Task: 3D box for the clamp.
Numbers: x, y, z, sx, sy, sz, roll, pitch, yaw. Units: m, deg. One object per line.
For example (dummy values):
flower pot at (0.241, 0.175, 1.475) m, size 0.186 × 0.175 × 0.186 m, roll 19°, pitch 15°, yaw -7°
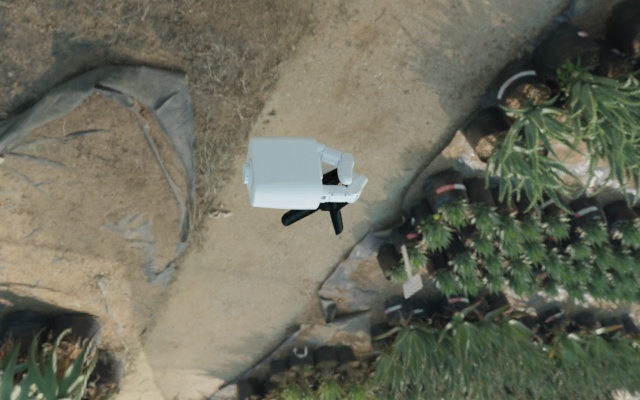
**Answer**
clamp at (0.000, 0.003, 0.843) m, size 0.120 × 0.039 × 0.172 m, roll 1°, pitch -42°, yaw -16°
